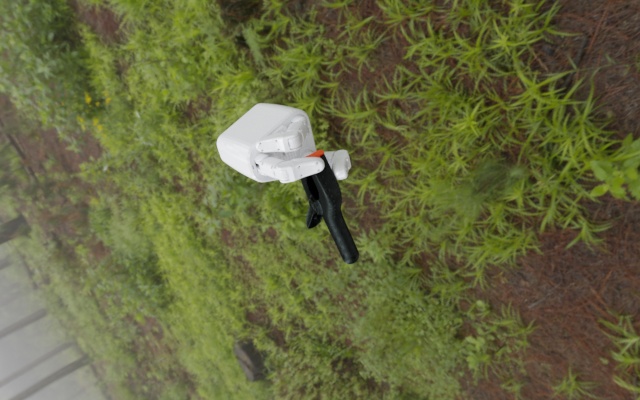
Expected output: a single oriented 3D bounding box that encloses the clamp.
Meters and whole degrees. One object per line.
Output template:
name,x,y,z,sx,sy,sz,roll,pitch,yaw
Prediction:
clamp,0.000,0.002,0.683,0.039,0.172,0.120,-30,33,-27
